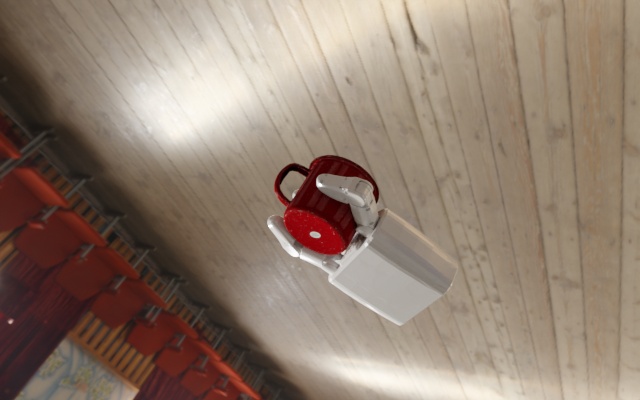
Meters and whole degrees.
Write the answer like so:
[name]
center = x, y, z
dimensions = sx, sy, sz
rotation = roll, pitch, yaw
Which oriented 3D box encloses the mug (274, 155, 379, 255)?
[mug]
center = -0.001, 0.001, 0.551
dimensions = 0.117, 0.081, 0.093
rotation = 34, -33, -4
